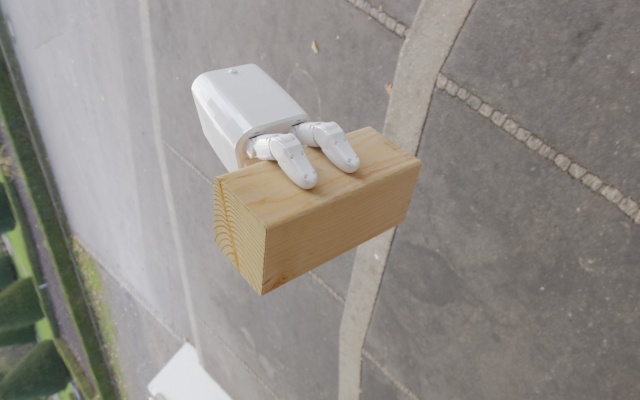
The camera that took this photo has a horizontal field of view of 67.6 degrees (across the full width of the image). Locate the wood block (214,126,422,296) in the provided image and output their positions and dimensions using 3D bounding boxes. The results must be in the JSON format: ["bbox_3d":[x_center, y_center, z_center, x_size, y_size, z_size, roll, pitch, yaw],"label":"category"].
[{"bbox_3d":[0.000,0.002,0.509,0.206,0.091,0.090,-23,49,-34],"label":"wood block"}]
